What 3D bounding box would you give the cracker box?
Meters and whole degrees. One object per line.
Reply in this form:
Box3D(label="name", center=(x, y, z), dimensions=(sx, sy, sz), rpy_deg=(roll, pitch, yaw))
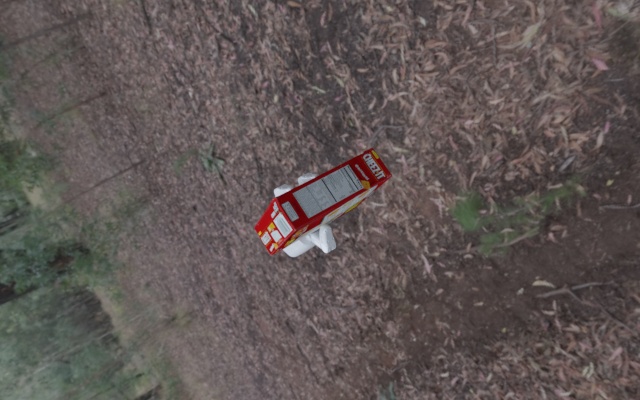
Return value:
Box3D(label="cracker box", center=(0.000, 0.003, 0.856), dimensions=(0.213, 0.072, 0.164), rpy_deg=(-29, -8, -27))
